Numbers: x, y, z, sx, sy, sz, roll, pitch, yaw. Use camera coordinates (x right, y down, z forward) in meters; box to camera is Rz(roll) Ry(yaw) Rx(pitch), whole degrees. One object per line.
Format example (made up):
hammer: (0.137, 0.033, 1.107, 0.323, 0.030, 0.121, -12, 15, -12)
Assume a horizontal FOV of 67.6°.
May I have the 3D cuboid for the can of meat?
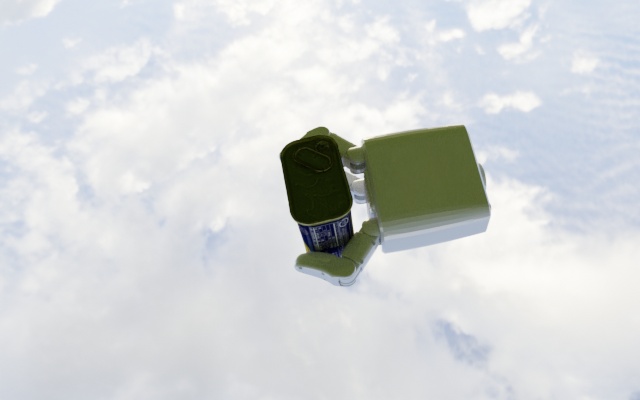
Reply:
can of meat: (0.000, 0.002, 0.473, 0.057, 0.102, 0.084, -13, -36, 0)
